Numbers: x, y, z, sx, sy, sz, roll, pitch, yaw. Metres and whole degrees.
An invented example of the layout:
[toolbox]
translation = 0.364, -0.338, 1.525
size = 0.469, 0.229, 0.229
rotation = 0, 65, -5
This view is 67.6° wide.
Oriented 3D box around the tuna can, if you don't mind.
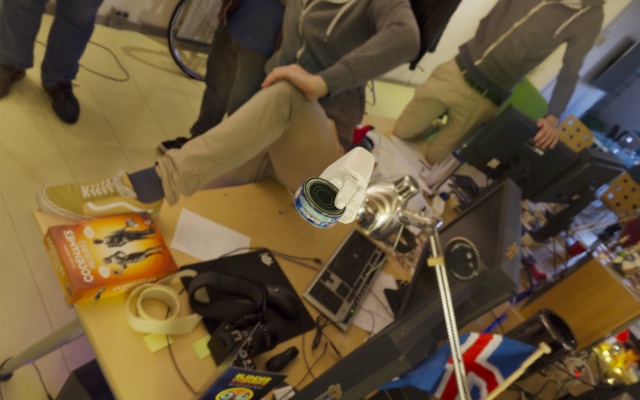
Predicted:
[tuna can]
translation = 0.000, 0.002, 0.795
size = 0.086, 0.086, 0.034
rotation = 0, -37, -40
